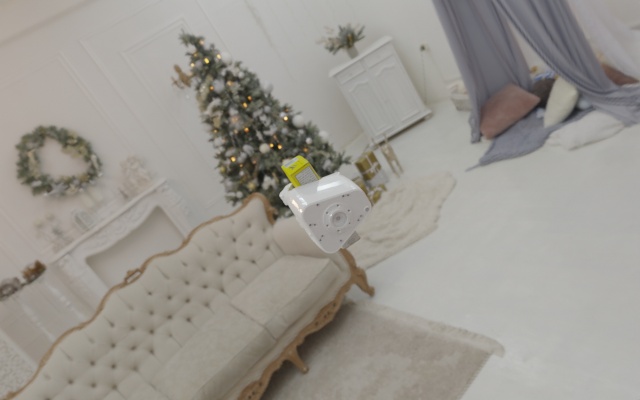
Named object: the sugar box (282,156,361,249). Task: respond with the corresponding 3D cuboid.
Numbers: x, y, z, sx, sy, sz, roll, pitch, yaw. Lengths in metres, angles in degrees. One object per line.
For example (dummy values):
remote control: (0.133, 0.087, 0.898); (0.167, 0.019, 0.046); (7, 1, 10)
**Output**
sugar box: (0.000, 0.003, 0.880); (0.048, 0.176, 0.093); (-34, 19, -4)
